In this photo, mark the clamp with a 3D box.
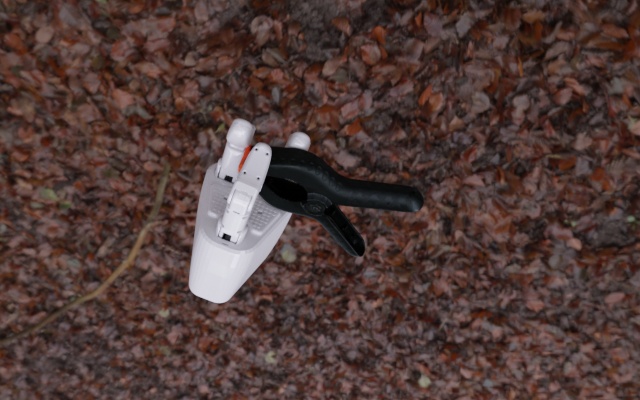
[{"bbox_3d":[0.000,0.002,0.469,0.171,0.039,0.120,22,-45,-6],"label":"clamp"}]
